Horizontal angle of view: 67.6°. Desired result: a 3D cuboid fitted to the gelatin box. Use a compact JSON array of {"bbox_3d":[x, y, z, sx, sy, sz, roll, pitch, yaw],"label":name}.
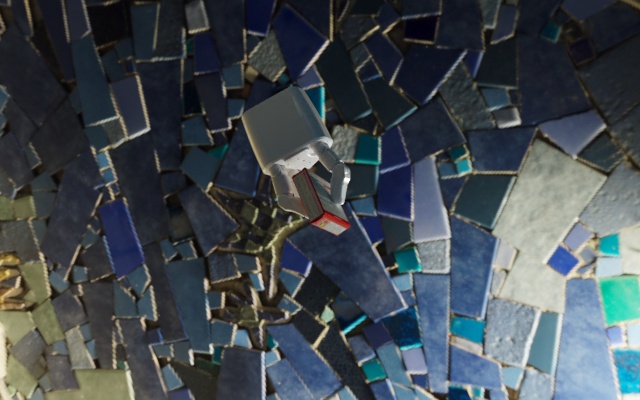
[{"bbox_3d":[0.001,0.002,0.708,0.030,0.089,0.073,-36,-33,18],"label":"gelatin box"}]
